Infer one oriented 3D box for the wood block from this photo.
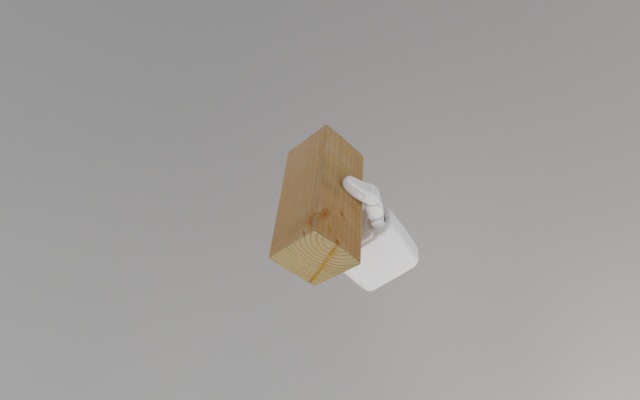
[{"bbox_3d":[0.001,0.002,0.689,0.091,0.206,0.090,-31,-54,33],"label":"wood block"}]
